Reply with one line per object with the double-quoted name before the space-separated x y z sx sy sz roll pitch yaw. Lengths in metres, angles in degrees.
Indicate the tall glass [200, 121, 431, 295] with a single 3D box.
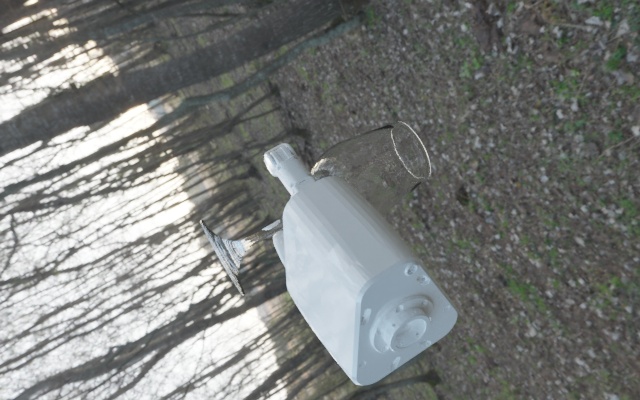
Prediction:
"tall glass" -0.001 0.002 0.430 0.201 0.079 0.079 -30 6 -11
